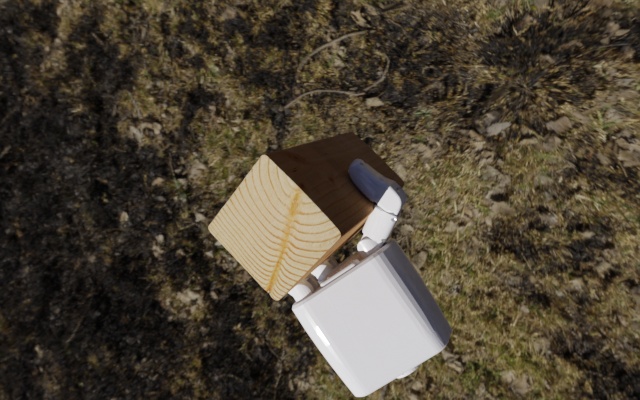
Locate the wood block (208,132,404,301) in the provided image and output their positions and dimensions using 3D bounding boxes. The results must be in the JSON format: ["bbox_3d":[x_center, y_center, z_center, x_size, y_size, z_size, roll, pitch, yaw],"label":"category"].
[{"bbox_3d":[0.000,0.002,0.472,0.091,0.090,0.206,-48,-8,25],"label":"wood block"}]
